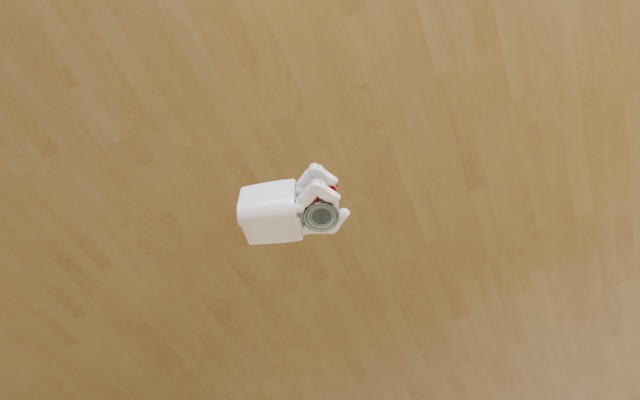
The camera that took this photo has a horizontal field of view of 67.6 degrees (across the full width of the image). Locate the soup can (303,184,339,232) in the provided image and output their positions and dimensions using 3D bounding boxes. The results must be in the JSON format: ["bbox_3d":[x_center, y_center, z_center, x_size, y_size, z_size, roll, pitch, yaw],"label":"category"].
[{"bbox_3d":[0.001,0.003,0.900,0.068,0.068,0.102,0,34,-1],"label":"soup can"}]
